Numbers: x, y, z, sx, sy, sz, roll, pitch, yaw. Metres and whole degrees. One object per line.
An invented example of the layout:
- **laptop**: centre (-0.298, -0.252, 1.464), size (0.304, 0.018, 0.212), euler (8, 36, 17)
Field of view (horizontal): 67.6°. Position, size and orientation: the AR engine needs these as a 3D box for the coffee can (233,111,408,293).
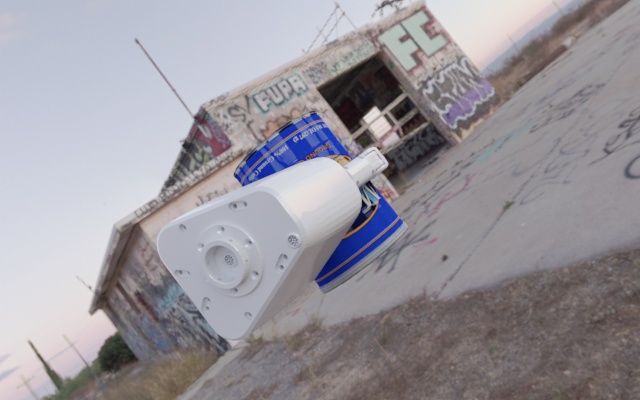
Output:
- **coffee can**: centre (0.000, 0.002, 0.457), size (0.103, 0.140, 0.103), euler (-38, -3, -2)
